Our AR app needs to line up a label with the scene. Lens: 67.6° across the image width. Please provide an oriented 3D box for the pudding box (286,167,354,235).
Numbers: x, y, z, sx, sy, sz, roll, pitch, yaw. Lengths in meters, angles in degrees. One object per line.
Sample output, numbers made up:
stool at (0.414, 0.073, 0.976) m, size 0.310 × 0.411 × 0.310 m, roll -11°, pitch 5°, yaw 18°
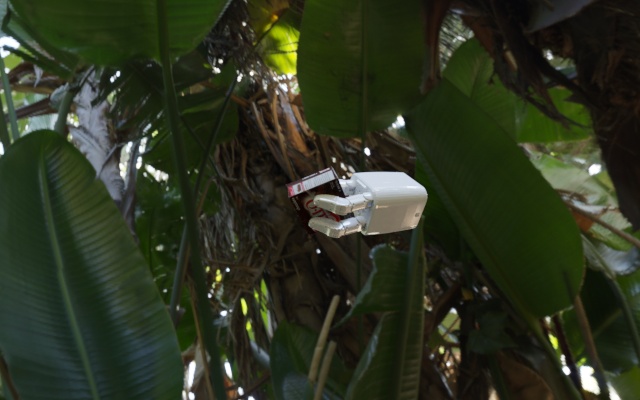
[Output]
pudding box at (0.000, 0.003, 0.841) m, size 0.090 × 0.114 × 0.039 m, roll -22°, pitch 44°, yaw 3°
